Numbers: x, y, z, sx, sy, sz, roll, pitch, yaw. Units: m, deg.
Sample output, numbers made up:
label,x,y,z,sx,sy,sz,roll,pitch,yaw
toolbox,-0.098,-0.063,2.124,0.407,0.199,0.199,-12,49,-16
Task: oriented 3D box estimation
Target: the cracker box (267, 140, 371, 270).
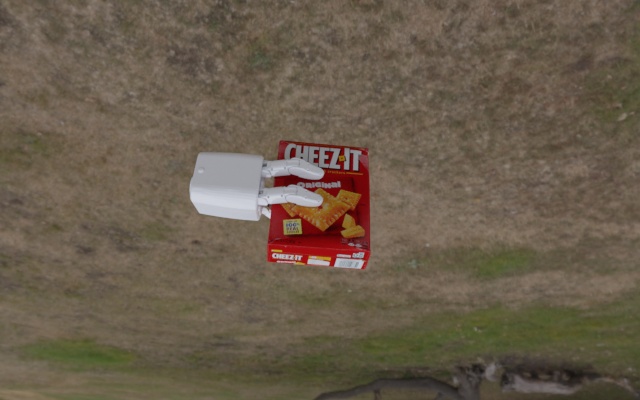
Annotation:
label,x,y,z,sx,sy,sz,roll,pitch,yaw
cracker box,0.000,0.003,0.811,0.164,0.213,0.072,5,-33,-3
